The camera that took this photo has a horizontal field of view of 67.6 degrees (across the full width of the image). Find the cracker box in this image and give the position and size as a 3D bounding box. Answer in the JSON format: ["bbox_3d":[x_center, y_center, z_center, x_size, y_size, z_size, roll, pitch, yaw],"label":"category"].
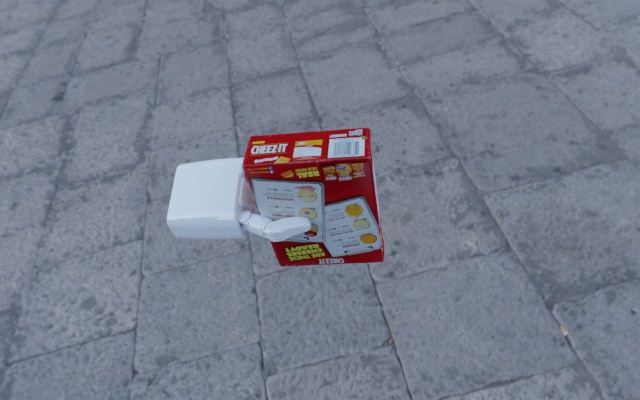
[{"bbox_3d":[0.000,0.002,0.676,0.164,0.072,0.214,-3,-43,10],"label":"cracker box"}]
